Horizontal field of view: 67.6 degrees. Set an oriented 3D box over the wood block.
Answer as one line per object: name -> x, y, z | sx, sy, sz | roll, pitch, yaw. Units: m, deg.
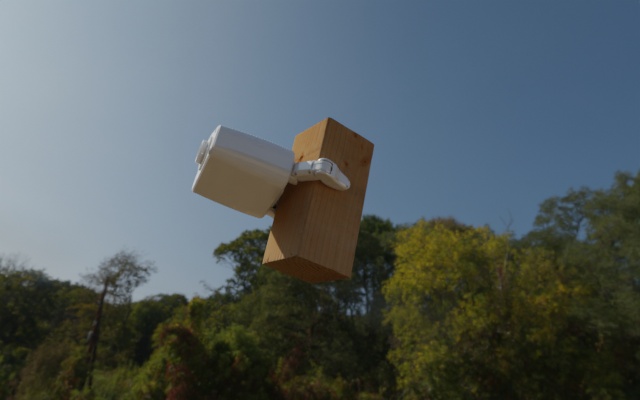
wood block -> 0.000, 0.002, 0.673 | 0.090, 0.206, 0.091 | 27, -27, -29
